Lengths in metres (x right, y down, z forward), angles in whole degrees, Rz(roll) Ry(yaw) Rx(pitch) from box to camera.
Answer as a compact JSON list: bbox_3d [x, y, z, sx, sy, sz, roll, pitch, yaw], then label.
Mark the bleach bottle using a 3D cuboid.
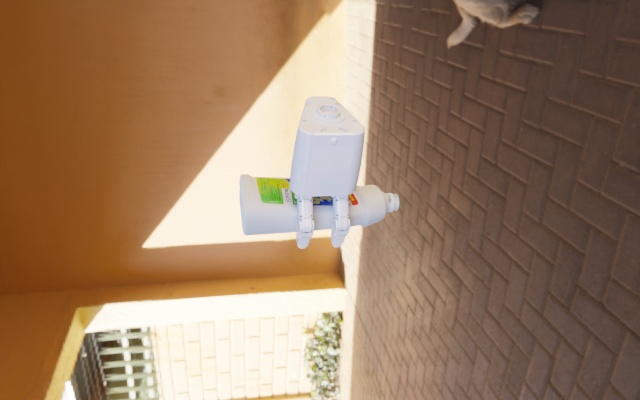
[{"bbox_3d":[0.000,0.003,0.762,0.251,0.068,0.102,-2,40,-13],"label":"bleach bottle"}]
